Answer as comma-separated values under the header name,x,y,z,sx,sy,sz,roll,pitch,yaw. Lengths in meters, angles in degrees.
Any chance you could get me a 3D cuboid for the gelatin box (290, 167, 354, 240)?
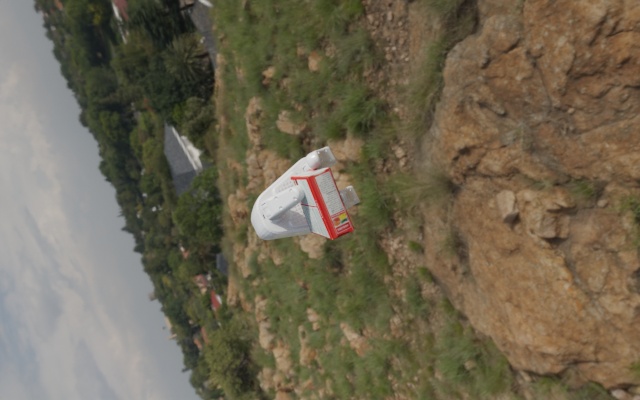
name,x,y,z,sx,sy,sz,roll,pitch,yaw
gelatin box,0.000,0.002,0.539,0.030,0.073,0.089,-23,8,-14
